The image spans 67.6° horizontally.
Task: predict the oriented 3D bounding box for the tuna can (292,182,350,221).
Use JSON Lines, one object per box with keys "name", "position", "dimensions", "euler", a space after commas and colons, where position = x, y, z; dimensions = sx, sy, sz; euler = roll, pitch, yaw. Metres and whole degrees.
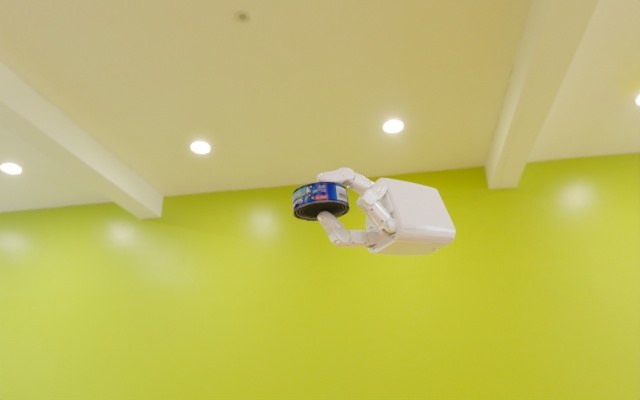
{"name": "tuna can", "position": [0.000, 0.002, 0.724], "dimensions": [0.086, 0.033, 0.086], "euler": [-5, -20, -2]}
